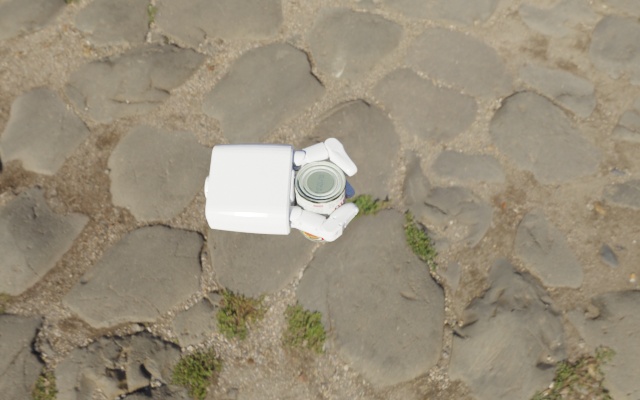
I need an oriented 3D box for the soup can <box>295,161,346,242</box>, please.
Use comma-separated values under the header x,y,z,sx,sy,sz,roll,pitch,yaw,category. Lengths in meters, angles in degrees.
x,y,z,sx,sy,sz,roll,pitch,yaw,category
0.001,0.002,0.647,0.068,0.068,0.102,0,-33,0,soup can
